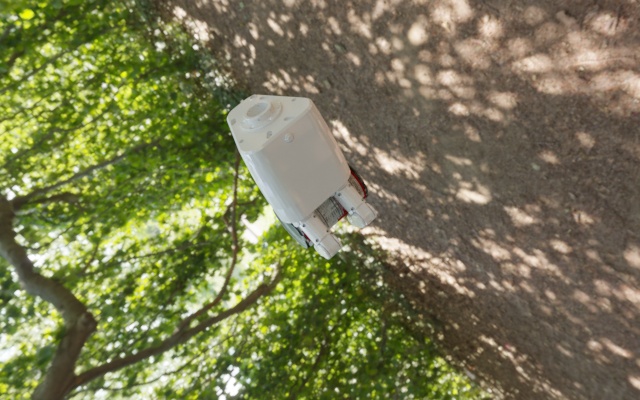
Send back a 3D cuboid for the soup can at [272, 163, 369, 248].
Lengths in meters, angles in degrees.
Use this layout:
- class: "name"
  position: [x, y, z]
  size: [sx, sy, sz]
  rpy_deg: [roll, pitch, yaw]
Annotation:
- class: "soup can"
  position: [0.000, 0.002, 0.591]
  size: [0.102, 0.068, 0.068]
  rpy_deg: [-41, 11, -13]
